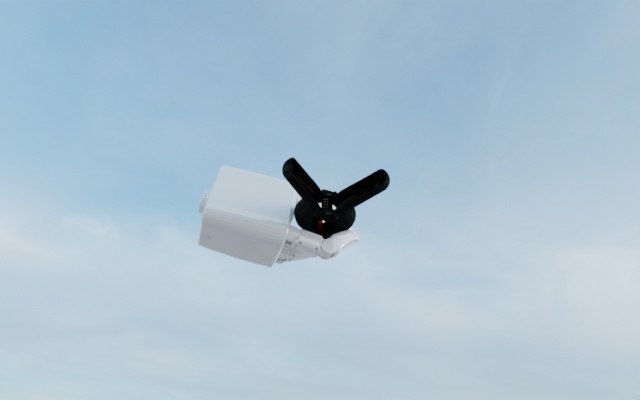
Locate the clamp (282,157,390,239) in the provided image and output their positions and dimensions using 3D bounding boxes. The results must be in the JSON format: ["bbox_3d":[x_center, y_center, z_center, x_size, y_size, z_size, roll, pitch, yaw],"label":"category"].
[{"bbox_3d":[0.000,0.002,0.589,0.120,0.039,0.171,17,-34,-9],"label":"clamp"}]
